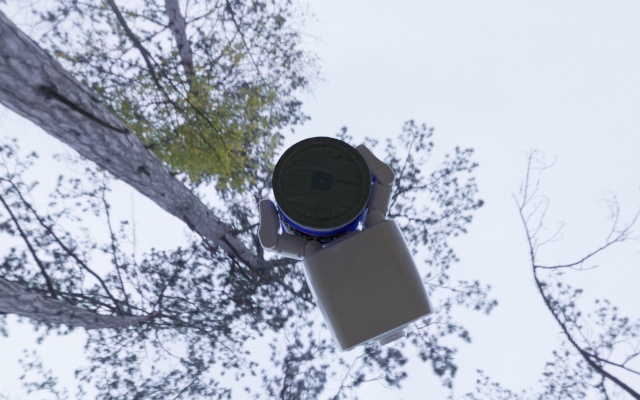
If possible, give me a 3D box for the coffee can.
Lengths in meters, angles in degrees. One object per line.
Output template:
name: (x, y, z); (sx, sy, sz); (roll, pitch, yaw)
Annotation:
coffee can: (0.000, 0.002, 0.554); (0.103, 0.102, 0.140); (0, -18, -1)
